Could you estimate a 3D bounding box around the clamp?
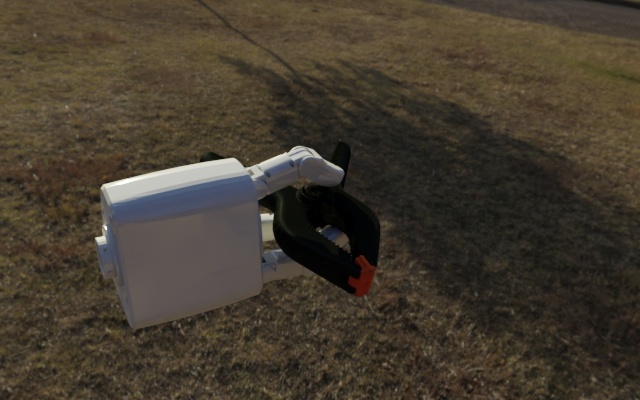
[{"bbox_3d":[0.000,0.001,0.443,0.164,0.036,0.210,-14,41,-29],"label":"clamp"}]
